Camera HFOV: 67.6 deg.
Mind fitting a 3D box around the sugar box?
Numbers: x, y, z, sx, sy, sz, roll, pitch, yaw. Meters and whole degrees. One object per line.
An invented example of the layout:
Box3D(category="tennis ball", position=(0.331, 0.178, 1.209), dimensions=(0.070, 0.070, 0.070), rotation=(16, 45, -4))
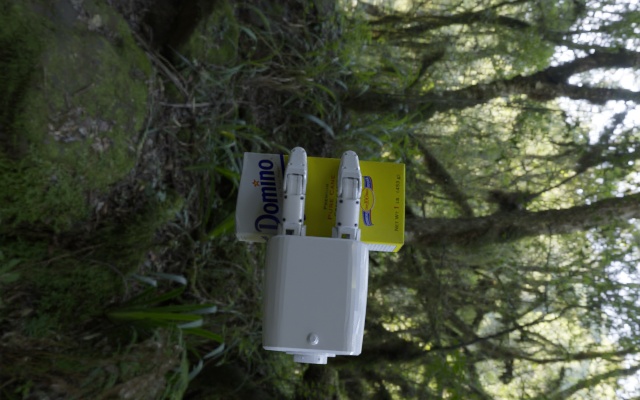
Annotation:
Box3D(category="sugar box", position=(0.000, 0.002, 0.516), dimensions=(0.176, 0.093, 0.048), rotation=(4, -18, -2))
